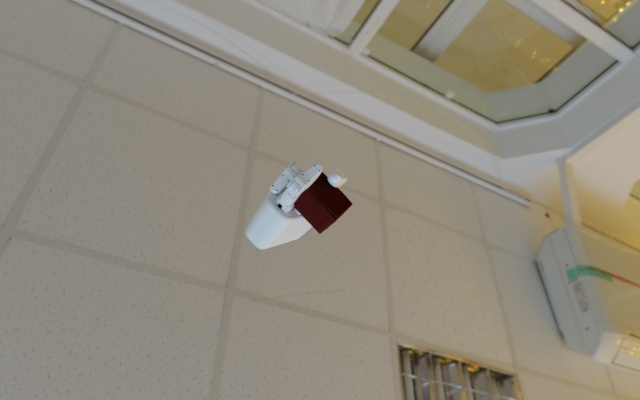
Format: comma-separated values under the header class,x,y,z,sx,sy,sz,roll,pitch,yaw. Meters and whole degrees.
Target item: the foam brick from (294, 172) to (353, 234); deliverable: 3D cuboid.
class,x,y,z,sx,sy,sz,roll,pitch,yaw
foam brick,0.000,0.003,0.751,0.053,0.078,0.051,-36,-9,-47
